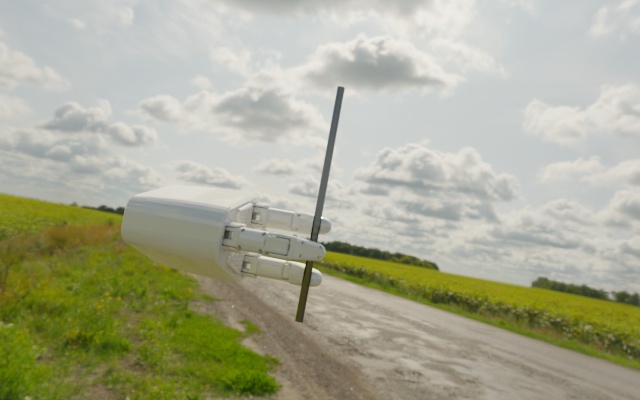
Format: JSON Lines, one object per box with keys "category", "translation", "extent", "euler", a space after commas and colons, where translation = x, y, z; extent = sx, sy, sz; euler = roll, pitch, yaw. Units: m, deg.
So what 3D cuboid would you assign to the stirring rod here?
{"category": "stirring rod", "translation": [0.000, 0.002, 0.481], "extent": [0.011, 0.239, 0.011], "euler": [10, -5, 1]}
